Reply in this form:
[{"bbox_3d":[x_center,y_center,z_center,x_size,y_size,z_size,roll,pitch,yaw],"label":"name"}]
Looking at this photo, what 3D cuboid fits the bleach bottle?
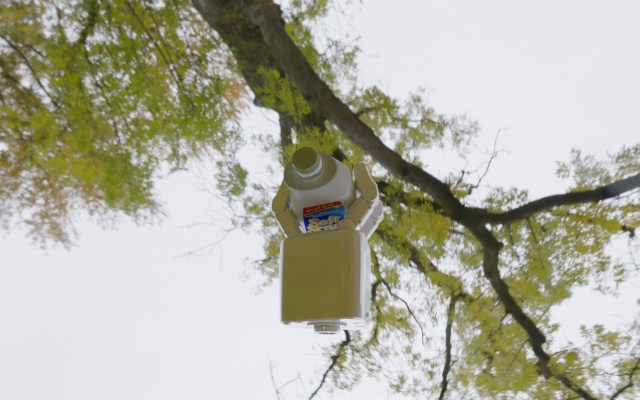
[{"bbox_3d":[0.000,0.002,0.630,0.102,0.068,0.251,-3,-23,12],"label":"bleach bottle"}]
